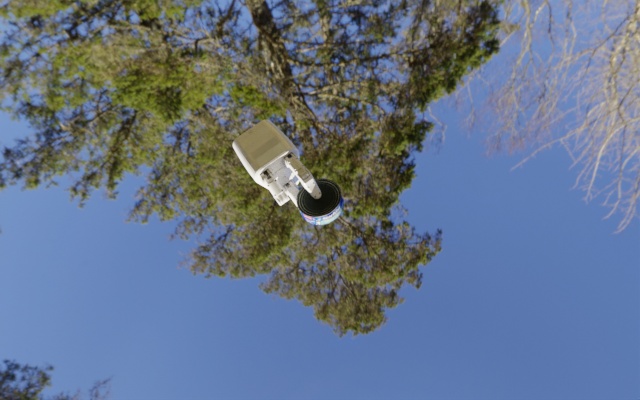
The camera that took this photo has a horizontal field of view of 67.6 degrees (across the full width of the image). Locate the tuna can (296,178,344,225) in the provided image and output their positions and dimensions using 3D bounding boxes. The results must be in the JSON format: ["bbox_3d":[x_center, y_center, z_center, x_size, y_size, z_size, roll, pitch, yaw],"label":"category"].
[{"bbox_3d":[0.000,0.003,0.892,0.086,0.086,0.034,0,-33,15],"label":"tuna can"}]
